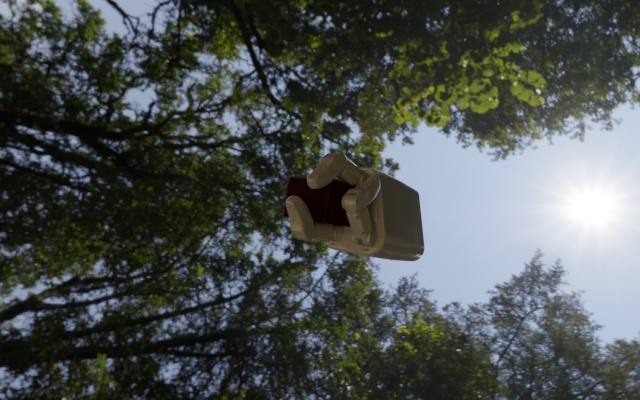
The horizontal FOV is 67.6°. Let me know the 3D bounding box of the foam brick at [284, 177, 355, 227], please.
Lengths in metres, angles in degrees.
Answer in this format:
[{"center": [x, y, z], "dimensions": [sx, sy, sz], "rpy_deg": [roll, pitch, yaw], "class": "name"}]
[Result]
[{"center": [0.000, 0.002, 0.605], "dimensions": [0.078, 0.053, 0.051], "rpy_deg": [5, -8, 44], "class": "foam brick"}]
